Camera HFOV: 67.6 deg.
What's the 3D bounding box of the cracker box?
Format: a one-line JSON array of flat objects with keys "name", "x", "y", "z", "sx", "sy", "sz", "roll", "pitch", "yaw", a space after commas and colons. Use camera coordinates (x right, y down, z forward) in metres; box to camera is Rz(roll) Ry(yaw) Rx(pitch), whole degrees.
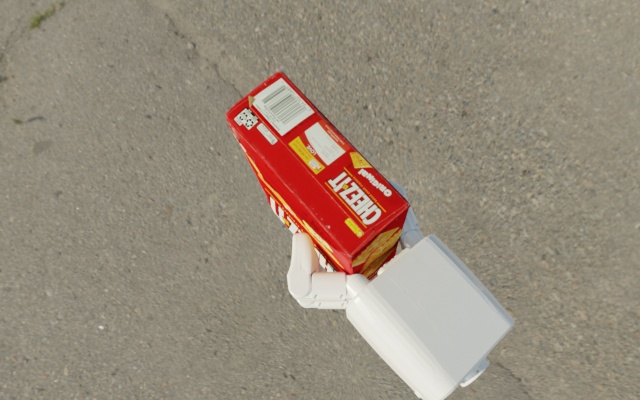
[{"name": "cracker box", "x": 0.000, "y": 0.001, "z": 0.472, "sx": 0.072, "sy": 0.164, "sz": 0.214, "roll": -39, "pitch": -18, "yaw": -10}]
